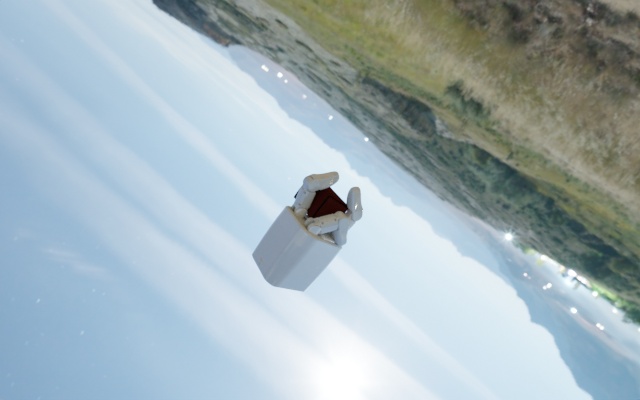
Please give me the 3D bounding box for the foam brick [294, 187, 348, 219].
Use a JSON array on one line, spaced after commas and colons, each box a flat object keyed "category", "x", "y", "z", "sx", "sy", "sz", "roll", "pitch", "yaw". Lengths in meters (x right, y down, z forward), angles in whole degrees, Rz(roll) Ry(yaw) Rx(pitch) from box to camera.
[{"category": "foam brick", "x": 0.000, "y": 0.002, "z": 0.809, "sx": 0.053, "sy": 0.051, "sz": 0.078, "roll": 30, "pitch": 12, "yaw": -37}]
